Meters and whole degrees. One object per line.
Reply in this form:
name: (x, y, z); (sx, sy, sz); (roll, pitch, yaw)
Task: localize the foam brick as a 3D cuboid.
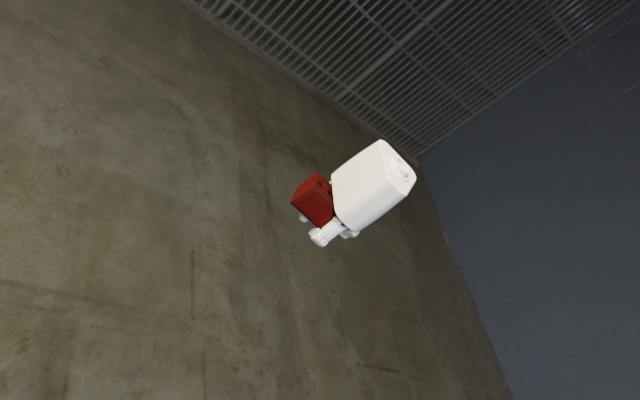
foam brick: (0.000, 0.002, 0.781); (0.051, 0.078, 0.053); (-38, 20, 29)
